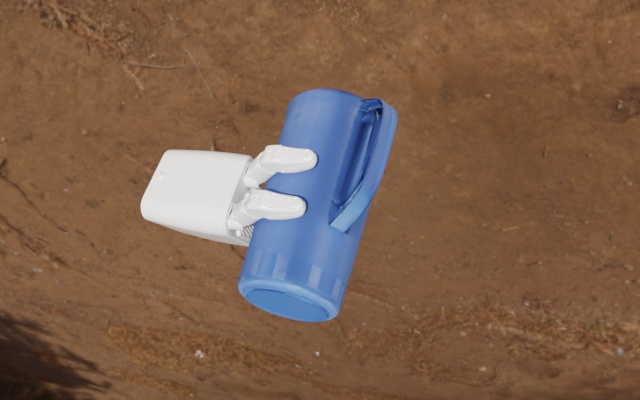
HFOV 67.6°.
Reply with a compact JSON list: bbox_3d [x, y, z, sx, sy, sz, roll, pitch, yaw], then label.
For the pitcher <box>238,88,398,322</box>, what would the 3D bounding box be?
[{"bbox_3d":[0.000,0.002,0.531,0.145,0.242,0.149,9,-28,13],"label":"pitcher"}]
